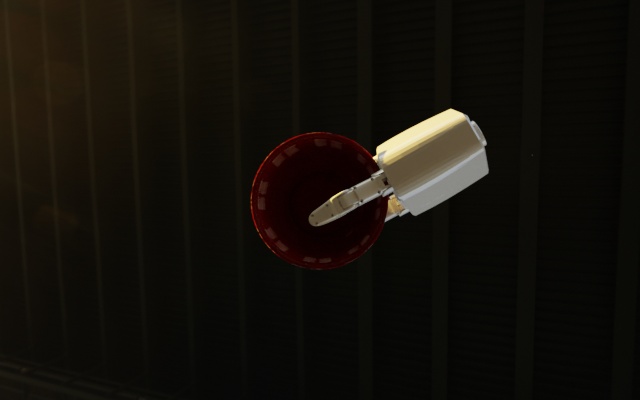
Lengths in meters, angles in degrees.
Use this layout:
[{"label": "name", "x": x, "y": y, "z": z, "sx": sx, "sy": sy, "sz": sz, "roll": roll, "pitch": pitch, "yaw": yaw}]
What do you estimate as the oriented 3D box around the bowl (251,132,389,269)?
[{"label": "bowl", "x": -0.001, "y": 0.002, "z": 0.584, "sx": 0.162, "sy": 0.162, "sz": 0.055, "roll": 0, "pitch": -5, "yaw": 4}]
